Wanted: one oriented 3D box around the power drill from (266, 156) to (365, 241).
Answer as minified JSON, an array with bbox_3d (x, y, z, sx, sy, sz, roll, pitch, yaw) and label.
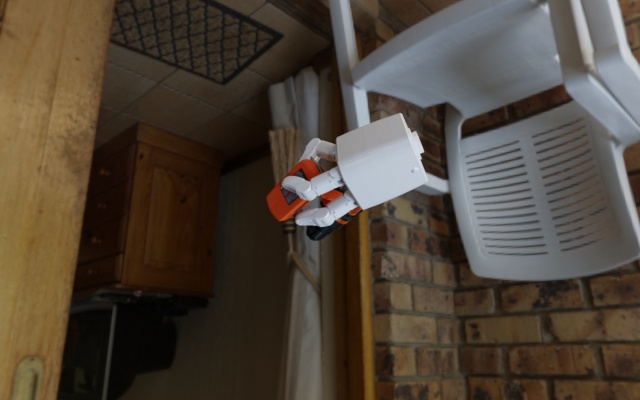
[{"bbox_3d":[0.000,0.002,0.797,0.184,0.057,0.187,-45,-28,24],"label":"power drill"}]
